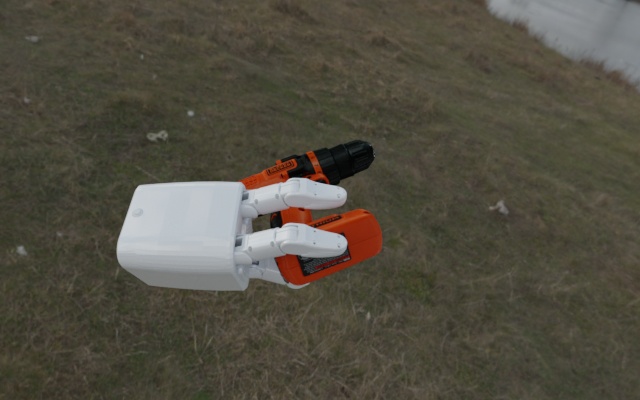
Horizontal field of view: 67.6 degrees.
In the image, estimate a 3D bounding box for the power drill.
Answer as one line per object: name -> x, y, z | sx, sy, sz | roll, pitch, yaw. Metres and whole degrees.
power drill -> 0.000, 0.002, 0.535 | 0.184, 0.057, 0.187 | -23, 31, -5
